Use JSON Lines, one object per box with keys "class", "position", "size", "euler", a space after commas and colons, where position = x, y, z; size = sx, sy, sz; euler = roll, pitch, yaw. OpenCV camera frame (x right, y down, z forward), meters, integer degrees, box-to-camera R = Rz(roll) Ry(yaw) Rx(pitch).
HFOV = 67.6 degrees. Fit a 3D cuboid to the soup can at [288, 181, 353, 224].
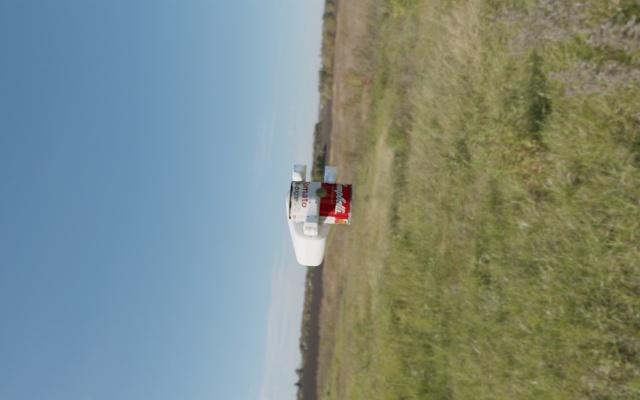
{"class": "soup can", "position": [0.000, 0.002, 0.800], "size": [0.102, 0.068, 0.068], "euler": [4, 0, 0]}
